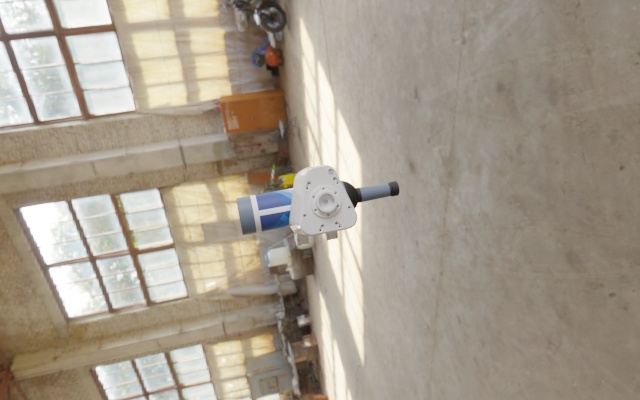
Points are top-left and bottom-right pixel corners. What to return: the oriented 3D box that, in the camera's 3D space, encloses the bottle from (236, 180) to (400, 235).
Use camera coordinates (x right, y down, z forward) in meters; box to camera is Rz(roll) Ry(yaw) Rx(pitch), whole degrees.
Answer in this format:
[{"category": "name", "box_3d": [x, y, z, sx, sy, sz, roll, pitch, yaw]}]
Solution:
[{"category": "bottle", "box_3d": [0.000, 0.003, 0.865, 0.296, 0.069, 0.069, -10, 2, -10]}]
